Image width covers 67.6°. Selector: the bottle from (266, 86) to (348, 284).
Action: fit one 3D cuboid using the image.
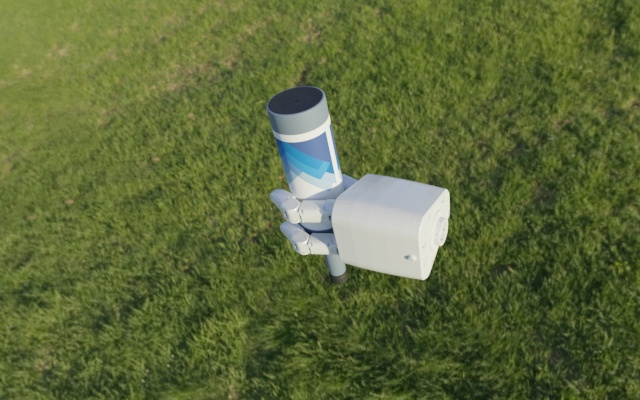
[{"bbox_3d":[0.000,0.002,0.615,0.069,0.296,0.069,-8,39,7],"label":"bottle"}]
